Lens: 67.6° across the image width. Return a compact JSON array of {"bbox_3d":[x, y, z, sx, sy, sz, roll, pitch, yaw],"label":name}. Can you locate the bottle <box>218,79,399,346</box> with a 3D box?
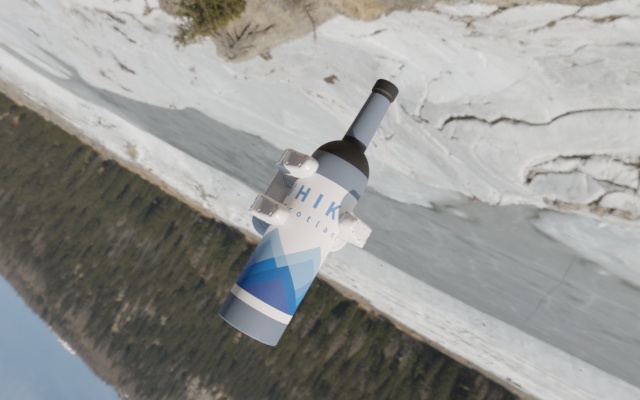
[{"bbox_3d":[0.000,0.002,0.496,0.069,0.295,0.069,30,-8,5],"label":"bottle"}]
